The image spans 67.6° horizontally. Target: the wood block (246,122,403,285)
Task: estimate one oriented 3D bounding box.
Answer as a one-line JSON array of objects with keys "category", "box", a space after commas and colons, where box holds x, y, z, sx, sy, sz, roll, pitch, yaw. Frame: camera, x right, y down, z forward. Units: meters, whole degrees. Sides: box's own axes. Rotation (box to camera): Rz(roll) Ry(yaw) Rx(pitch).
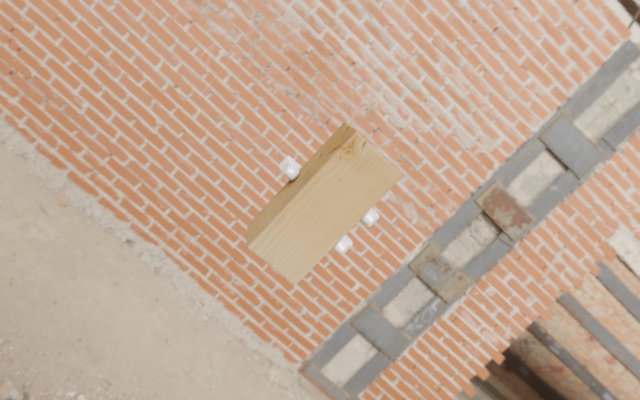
[{"category": "wood block", "box": [0.000, 0.002, 0.657, 0.091, 0.206, 0.090, 41, 8, -17]}]
